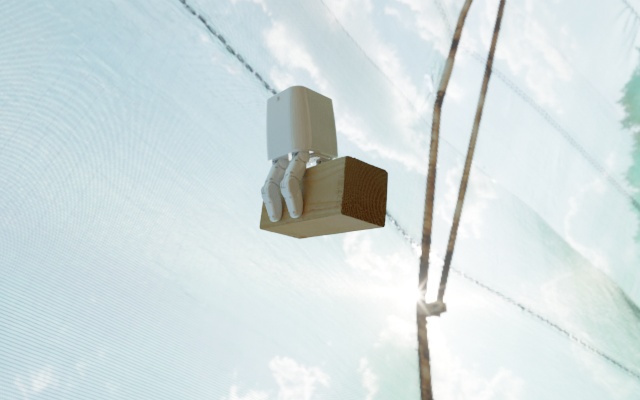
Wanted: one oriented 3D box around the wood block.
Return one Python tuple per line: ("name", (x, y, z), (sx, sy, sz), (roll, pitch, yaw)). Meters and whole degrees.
("wood block", (0.000, 0.002, 0.760), (0.091, 0.090, 0.206), (16, -18, -37))
